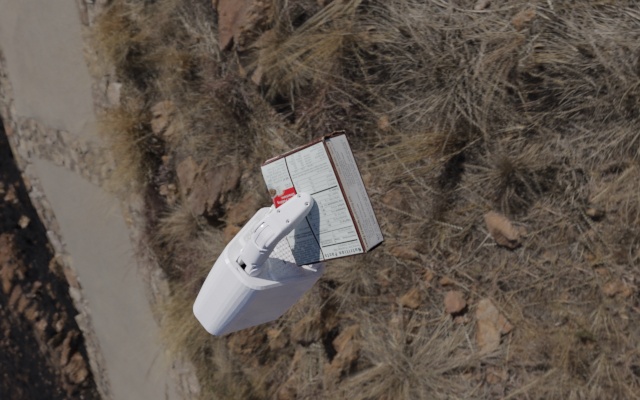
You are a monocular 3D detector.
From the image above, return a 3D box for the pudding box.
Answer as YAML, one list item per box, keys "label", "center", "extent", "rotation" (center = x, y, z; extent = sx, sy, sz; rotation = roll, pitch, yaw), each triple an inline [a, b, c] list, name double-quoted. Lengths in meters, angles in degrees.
- label: "pudding box"
  center: [0.000, 0.002, 0.455]
  extent: [0.090, 0.113, 0.039]
  rotation: [-17, 7, 40]
